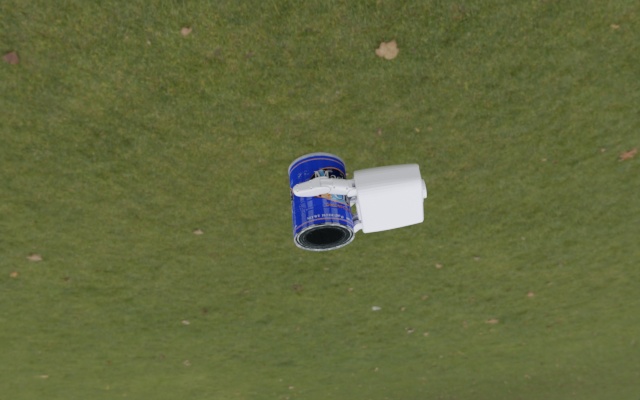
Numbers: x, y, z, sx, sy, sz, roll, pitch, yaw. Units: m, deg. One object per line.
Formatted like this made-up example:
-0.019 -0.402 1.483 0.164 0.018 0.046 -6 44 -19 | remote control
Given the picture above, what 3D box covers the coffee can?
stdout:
0.000 0.003 0.826 0.103 0.140 0.103 -5 -29 -3 | coffee can
